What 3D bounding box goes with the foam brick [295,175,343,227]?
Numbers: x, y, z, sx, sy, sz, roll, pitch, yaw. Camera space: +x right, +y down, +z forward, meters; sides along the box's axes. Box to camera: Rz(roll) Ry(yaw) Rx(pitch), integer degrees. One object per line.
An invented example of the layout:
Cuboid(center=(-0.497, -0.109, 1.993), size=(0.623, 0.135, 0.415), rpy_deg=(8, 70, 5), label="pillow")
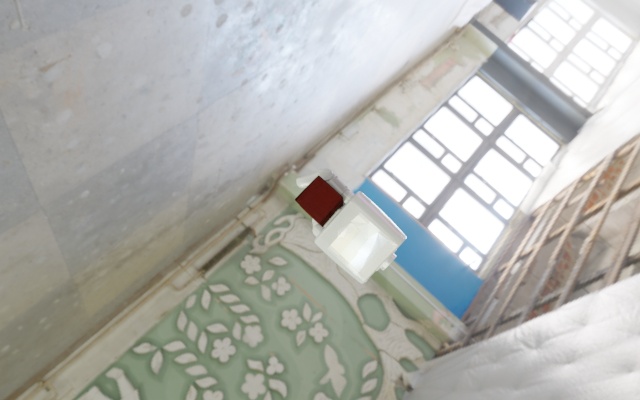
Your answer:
Cuboid(center=(0.000, 0.002, 0.732), size=(0.051, 0.053, 0.078), rpy_deg=(43, -3, 8), label="foam brick")
